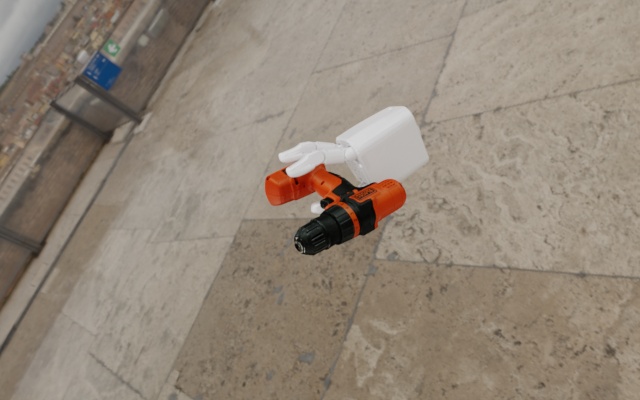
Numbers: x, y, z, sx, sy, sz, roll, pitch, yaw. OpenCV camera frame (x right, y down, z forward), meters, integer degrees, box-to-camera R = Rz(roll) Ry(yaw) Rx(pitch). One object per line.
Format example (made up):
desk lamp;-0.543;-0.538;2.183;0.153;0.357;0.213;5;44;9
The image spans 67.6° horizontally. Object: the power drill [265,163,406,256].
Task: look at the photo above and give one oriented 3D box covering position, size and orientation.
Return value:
power drill;0.000;0.002;0.688;0.184;0.057;0.187;-25;34;-31
